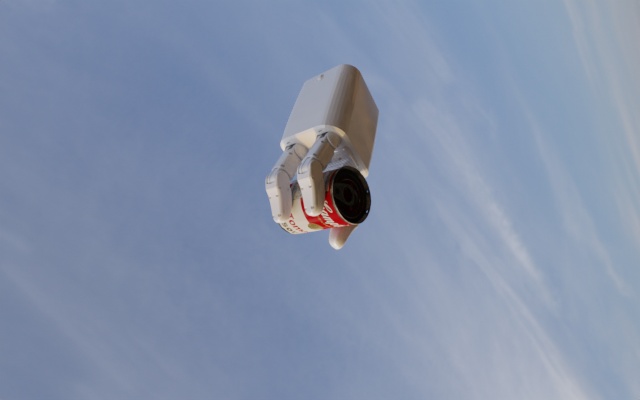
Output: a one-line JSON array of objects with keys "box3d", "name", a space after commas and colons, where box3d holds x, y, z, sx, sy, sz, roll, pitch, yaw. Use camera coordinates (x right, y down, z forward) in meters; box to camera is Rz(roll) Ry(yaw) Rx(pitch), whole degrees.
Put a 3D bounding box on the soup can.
[{"box3d": [0.000, 0.002, 0.575, 0.102, 0.068, 0.068, -13, -9, 42], "name": "soup can"}]
